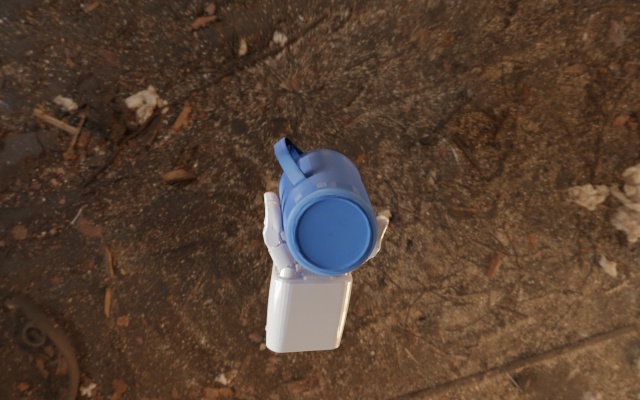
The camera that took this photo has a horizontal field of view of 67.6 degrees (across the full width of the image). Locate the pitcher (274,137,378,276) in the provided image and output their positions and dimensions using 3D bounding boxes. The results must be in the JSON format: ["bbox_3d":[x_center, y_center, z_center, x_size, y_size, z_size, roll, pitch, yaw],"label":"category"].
[{"bbox_3d":[0.000,0.002,0.655,0.149,0.145,0.242,9,13,-5],"label":"pitcher"}]
